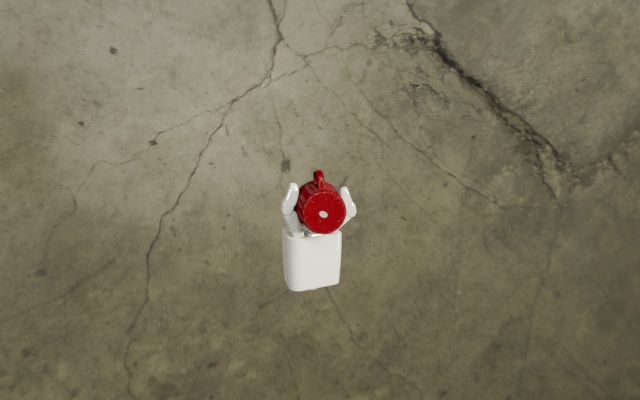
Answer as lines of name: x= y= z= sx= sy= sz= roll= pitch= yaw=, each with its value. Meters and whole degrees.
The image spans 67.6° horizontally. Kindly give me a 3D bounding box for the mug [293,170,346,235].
mug: x=0.000 y=0.001 z=0.873 sx=0.093 sy=0.117 sz=0.081 roll=-2 pitch=12 yaw=-11
